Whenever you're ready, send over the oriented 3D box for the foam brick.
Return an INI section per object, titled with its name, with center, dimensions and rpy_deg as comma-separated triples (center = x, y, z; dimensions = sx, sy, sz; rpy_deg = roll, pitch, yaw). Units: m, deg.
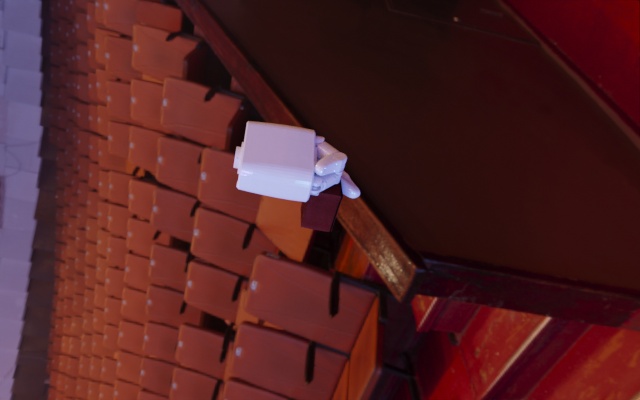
[foam brick]
center = 0.000, 0.003, 0.762
dimensions = 0.051, 0.078, 0.053
rpy_deg = 8, 37, -11
